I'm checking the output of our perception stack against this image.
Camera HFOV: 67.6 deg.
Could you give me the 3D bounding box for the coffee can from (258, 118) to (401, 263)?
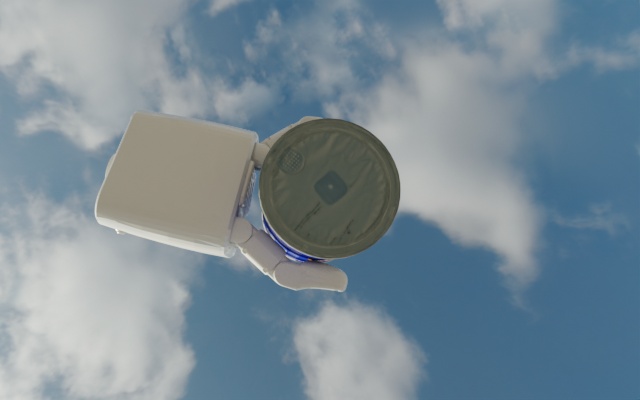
[{"bbox_3d":[0.000,0.001,0.408,0.103,0.103,0.140,0,-9,-6],"label":"coffee can"}]
